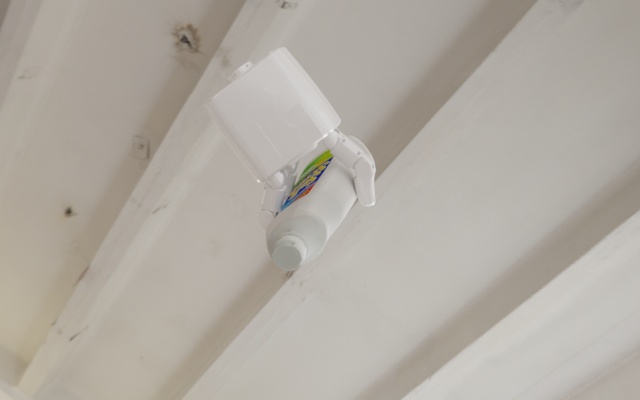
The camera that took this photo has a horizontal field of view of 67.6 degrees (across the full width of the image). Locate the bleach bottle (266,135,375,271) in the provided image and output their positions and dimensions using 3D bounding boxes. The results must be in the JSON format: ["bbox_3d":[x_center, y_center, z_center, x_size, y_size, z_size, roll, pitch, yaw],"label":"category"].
[{"bbox_3d":[0.000,0.002,0.554,0.102,0.068,0.250,-34,12,23],"label":"bleach bottle"}]
